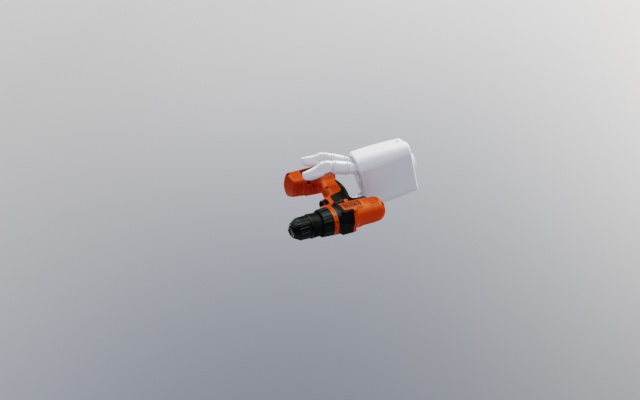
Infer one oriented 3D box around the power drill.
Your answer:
[{"bbox_3d":[0.000,0.003,0.890,0.184,0.057,0.187,-12,34,-24],"label":"power drill"}]
